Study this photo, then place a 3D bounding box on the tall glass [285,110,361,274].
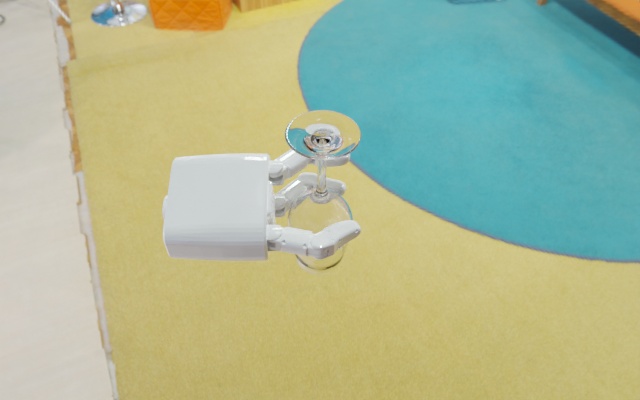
[{"bbox_3d":[0.000,0.001,0.536,0.079,0.079,0.201,0,-42,-1],"label":"tall glass"}]
